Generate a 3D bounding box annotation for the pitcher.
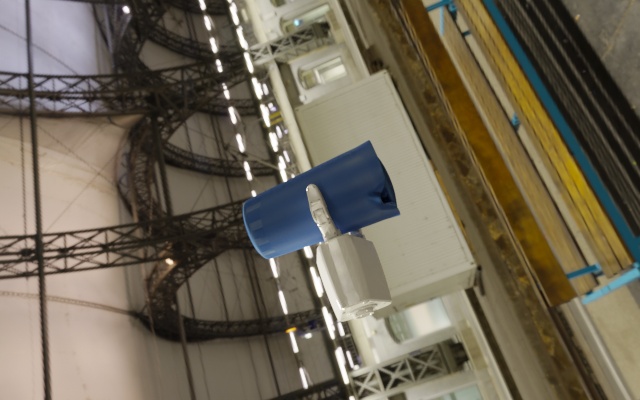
[{"bbox_3d":[0.000,0.003,0.801,0.243,0.145,0.149,-22,-23,6],"label":"pitcher"}]
